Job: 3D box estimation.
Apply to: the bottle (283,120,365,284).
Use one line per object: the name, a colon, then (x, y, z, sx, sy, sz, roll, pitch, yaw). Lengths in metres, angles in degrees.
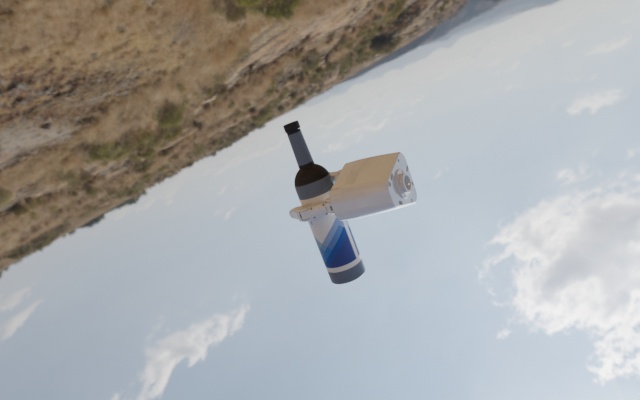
bottle: (0.000, 0.003, 0.843, 0.069, 0.296, 0.069, -20, 13, 5)
